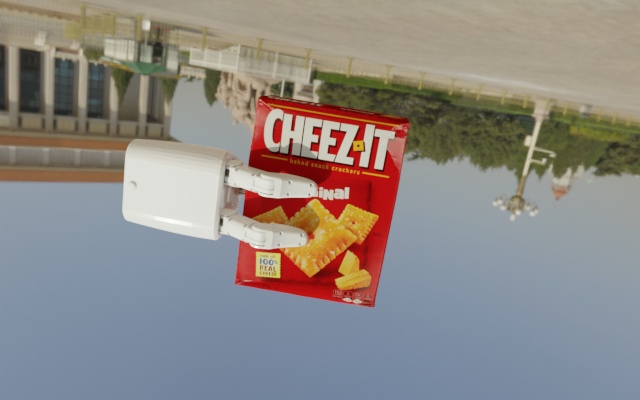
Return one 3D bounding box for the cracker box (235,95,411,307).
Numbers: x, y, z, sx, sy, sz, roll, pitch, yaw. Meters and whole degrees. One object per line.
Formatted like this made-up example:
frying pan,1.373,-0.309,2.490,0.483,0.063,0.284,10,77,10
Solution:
cracker box,0.000,0.002,0.538,0.164,0.214,0.072,10,14,3
